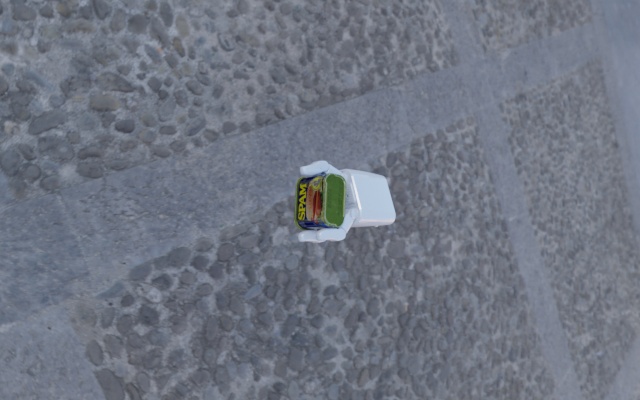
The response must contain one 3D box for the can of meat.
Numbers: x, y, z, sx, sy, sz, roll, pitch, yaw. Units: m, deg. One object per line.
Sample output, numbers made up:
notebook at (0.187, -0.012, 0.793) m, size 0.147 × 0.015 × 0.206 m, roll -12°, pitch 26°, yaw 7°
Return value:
can of meat at (0.000, 0.003, 0.882) m, size 0.057 × 0.102 × 0.084 m, roll 10°, pitch -11°, yaw -40°
